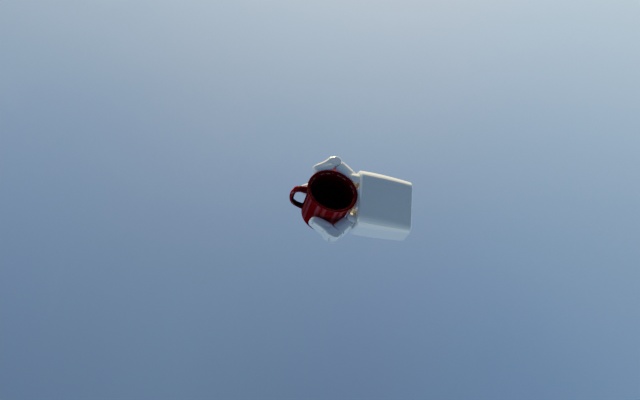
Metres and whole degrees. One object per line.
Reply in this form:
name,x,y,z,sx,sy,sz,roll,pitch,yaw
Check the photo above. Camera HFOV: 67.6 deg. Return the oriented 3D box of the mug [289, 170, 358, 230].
mug,-0.001,0.003,0.875,0.117,0.093,0.081,11,-37,-11
